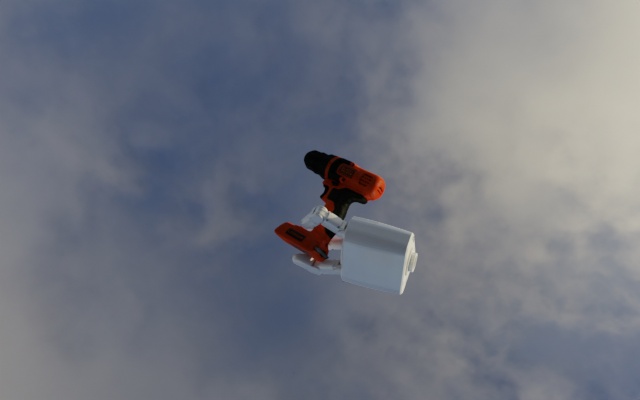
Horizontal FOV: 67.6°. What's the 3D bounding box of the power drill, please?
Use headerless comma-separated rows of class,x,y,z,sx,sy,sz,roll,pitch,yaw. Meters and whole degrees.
power drill,0.000,0.003,0.867,0.184,0.187,0.057,27,-12,38
